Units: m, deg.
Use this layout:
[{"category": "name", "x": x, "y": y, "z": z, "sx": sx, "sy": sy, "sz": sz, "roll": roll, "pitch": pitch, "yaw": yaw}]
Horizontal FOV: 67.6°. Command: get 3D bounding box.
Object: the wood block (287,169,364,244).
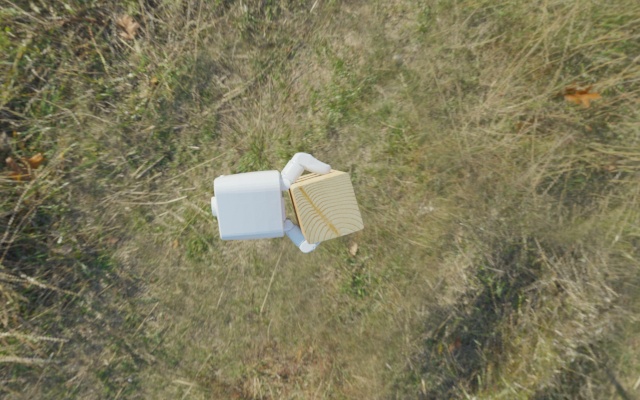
[{"category": "wood block", "x": 0.000, "y": 0.003, "z": 0.805, "sx": 0.090, "sy": 0.091, "sz": 0.206, "roll": -16, "pitch": 7, "yaw": -5}]
